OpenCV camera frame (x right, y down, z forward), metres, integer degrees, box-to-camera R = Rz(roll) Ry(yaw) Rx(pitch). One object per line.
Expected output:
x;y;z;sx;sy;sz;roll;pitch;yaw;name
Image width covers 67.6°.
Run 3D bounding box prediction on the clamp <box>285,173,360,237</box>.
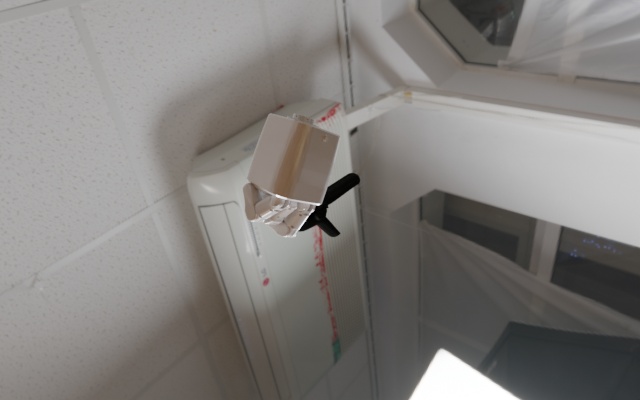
0.000;0.002;0.775;0.039;0.120;0.171;25;10;34;clamp
